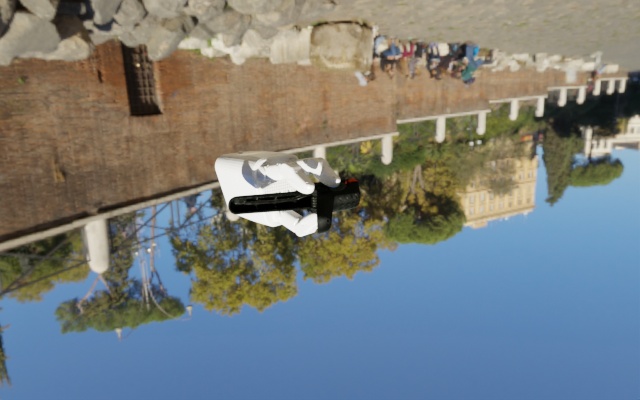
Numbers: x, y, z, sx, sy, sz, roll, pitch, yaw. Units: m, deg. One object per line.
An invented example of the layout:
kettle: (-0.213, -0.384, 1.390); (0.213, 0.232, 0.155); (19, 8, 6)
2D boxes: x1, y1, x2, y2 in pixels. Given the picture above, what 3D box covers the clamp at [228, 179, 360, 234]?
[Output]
clamp: (0.000, 0.003, 0.676); (0.164, 0.036, 0.210); (15, 20, 41)
